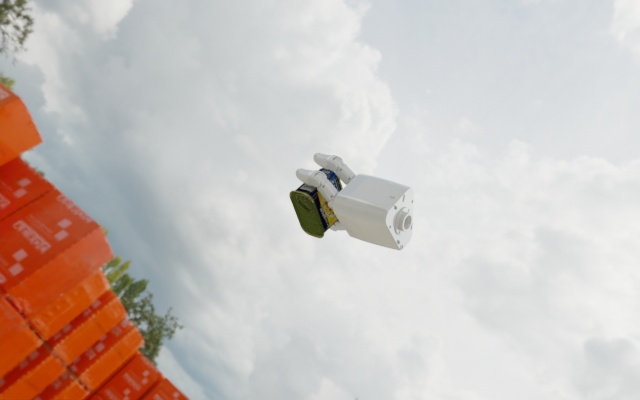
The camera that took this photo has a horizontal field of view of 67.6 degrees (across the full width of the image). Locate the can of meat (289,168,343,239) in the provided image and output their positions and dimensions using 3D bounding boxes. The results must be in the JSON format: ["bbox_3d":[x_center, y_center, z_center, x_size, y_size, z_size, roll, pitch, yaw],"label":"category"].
[{"bbox_3d":[0.000,0.003,0.872,0.057,0.102,0.084,13,44,40],"label":"can of meat"}]
